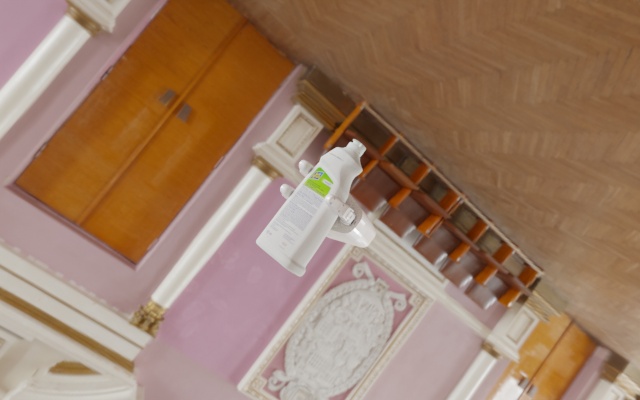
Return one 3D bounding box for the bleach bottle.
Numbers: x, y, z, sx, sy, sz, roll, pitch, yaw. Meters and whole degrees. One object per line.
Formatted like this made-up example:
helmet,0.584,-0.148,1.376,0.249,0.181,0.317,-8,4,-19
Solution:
bleach bottle,0.000,0.003,0.837,0.102,0.251,0.068,35,-5,32
